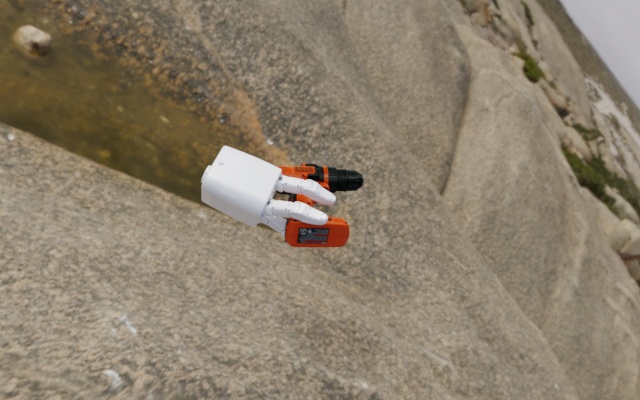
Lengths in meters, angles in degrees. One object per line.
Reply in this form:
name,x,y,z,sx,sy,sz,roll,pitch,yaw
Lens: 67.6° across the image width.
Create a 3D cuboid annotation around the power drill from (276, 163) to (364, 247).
power drill,0.000,0.003,0.852,0.184,0.057,0.187,0,37,-9
